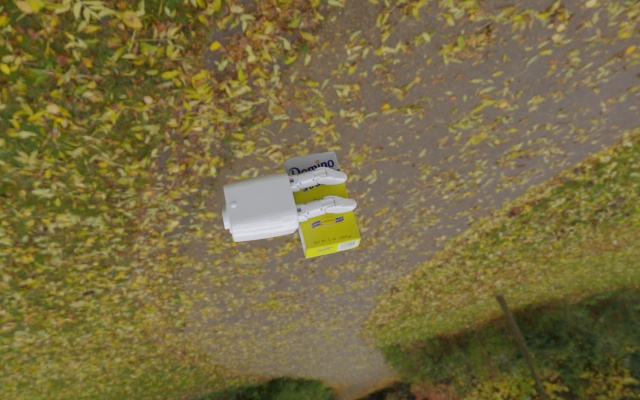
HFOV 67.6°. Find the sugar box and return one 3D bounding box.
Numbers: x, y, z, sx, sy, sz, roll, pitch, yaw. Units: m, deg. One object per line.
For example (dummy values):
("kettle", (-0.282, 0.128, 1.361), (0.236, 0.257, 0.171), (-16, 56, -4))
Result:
("sugar box", (0.000, 0.003, 0.812), (0.093, 0.176, 0.048), (-11, -25, -10))
